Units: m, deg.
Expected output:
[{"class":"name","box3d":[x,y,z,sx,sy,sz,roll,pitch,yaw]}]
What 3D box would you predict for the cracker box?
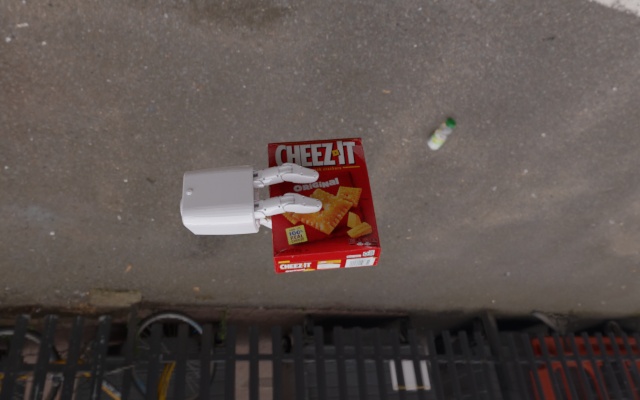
[{"class":"cracker box","box3d":[0.000,0.003,0.776,0.164,0.213,0.072,-4,-30,-4]}]
